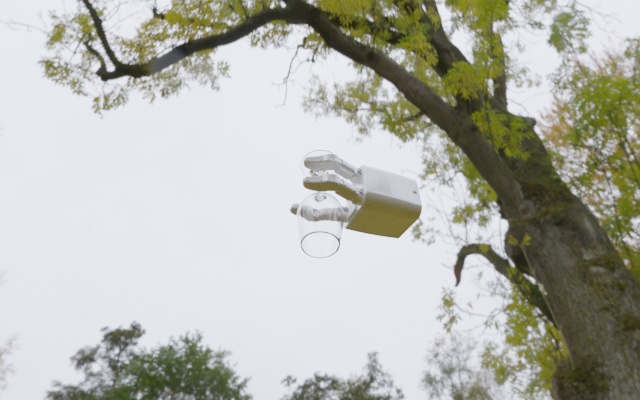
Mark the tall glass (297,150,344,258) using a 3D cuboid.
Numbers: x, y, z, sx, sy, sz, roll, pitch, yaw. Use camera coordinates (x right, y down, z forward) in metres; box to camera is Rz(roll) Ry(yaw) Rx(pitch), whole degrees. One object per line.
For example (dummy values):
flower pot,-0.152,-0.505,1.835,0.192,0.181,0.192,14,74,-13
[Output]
tall glass,0.000,0.002,0.814,0.079,0.079,0.200,0,42,1
